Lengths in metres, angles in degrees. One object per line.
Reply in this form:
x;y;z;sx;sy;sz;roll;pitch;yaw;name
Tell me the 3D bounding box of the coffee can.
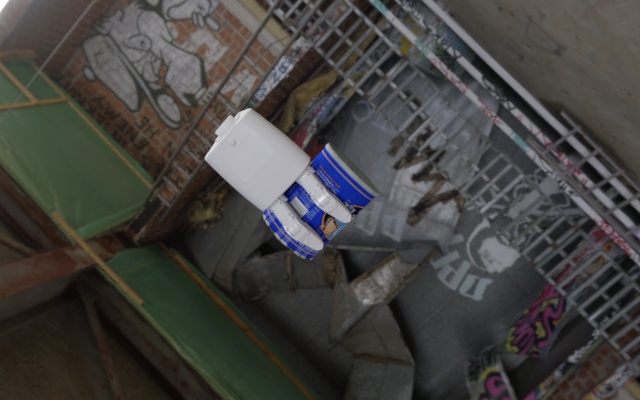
0.000;0.002;0.694;0.140;0.103;0.103;-45;-11;10;coffee can
